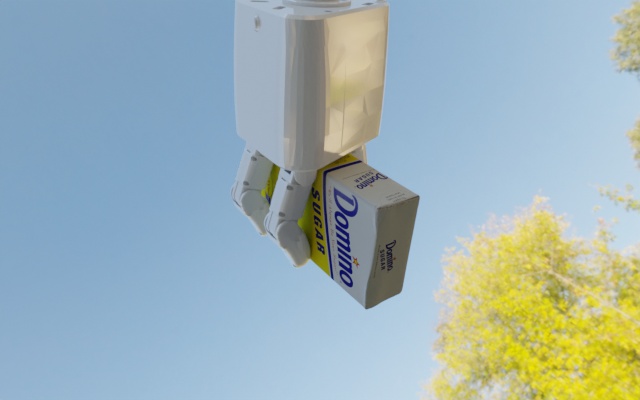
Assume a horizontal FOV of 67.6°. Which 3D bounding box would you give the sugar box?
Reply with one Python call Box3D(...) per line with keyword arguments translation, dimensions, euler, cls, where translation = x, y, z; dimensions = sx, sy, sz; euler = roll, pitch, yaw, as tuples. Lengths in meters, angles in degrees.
Box3D(translation=(0.000, 0.001, 0.403), dimensions=(0.048, 0.093, 0.176), euler=(-17, 36, -30), cls="sugar box")
